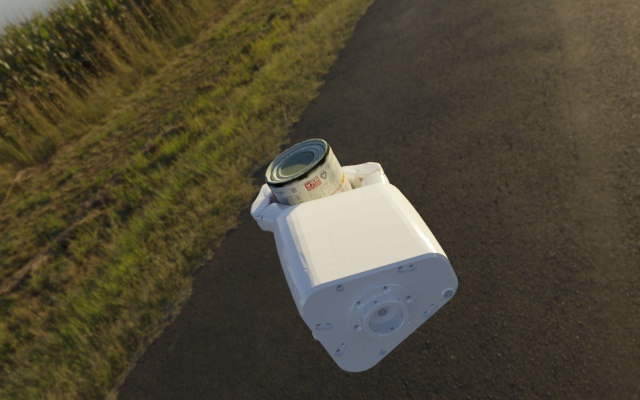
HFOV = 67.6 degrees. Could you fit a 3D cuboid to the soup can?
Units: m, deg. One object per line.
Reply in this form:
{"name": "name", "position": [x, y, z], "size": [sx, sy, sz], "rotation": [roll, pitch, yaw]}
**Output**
{"name": "soup can", "position": [0.000, 0.001, 0.456], "size": [0.068, 0.102, 0.068], "rotation": [-23, 31, 15]}
